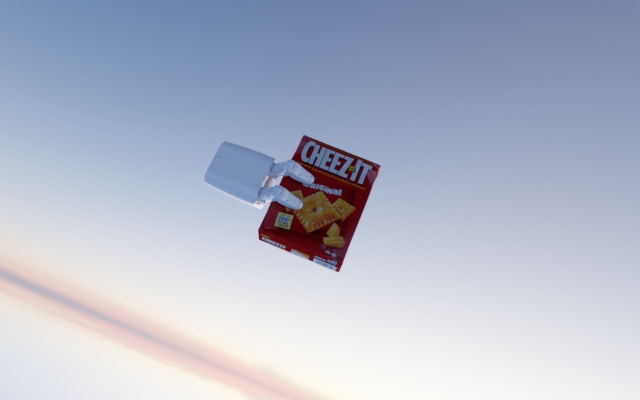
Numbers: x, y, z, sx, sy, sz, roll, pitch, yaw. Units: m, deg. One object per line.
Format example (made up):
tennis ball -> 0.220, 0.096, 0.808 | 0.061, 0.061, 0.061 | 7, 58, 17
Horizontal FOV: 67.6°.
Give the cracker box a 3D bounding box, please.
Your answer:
cracker box -> 0.000, 0.003, 0.895 | 0.164, 0.213, 0.072 | 22, -22, 3
